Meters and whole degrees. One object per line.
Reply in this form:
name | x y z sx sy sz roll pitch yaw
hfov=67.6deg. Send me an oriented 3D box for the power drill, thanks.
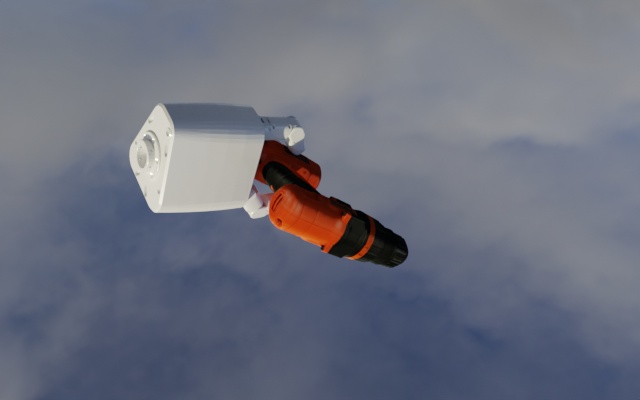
power drill | 0.000 0.002 0.560 0.184 0.057 0.187 26 11 -35
